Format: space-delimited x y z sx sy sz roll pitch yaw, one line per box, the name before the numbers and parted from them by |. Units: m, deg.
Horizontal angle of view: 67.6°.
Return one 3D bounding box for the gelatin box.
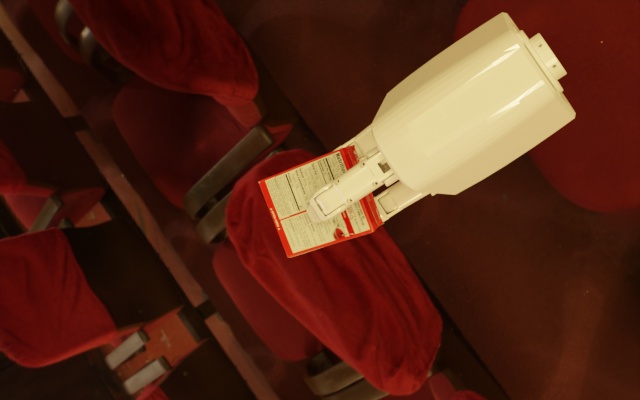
gelatin box | 0.000 0.002 0.411 0.089 0.073 0.030 -20 4 26
